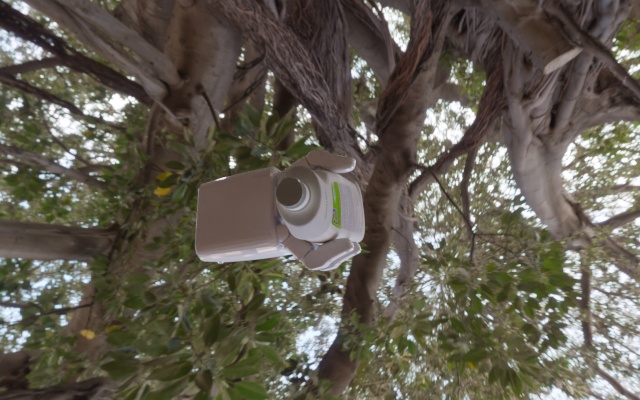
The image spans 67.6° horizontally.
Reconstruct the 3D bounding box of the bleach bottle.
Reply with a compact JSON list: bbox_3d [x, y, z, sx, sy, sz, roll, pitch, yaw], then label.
[{"bbox_3d":[0.000,0.002,0.580,0.068,0.102,0.251,-10,-11,13],"label":"bleach bottle"}]
